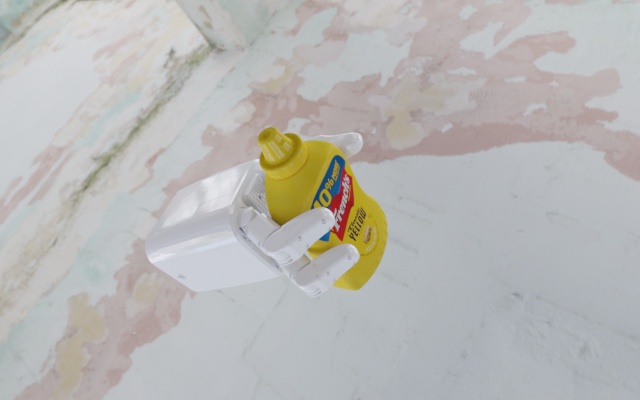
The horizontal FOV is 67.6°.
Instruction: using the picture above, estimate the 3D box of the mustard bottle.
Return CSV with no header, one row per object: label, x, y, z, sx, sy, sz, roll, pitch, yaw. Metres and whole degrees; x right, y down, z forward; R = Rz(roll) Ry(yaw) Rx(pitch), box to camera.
mustard bottle,0.000,0.002,0.442,0.058,0.096,0.192,6,-30,37
